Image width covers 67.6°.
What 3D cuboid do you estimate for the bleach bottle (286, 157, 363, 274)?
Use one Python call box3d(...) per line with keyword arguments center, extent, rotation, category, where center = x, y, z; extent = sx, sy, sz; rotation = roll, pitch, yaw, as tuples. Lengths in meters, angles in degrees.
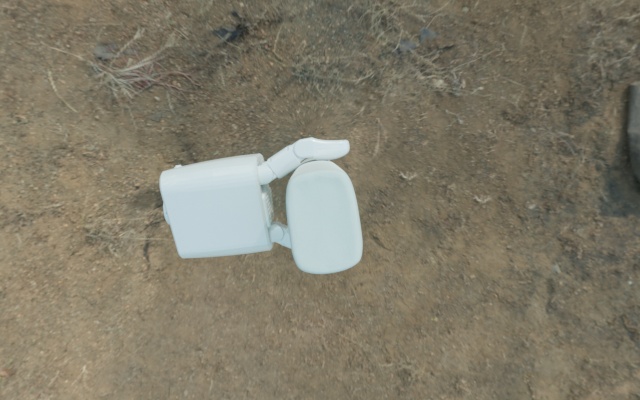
box3d(center=(0.000, 0.002, 0.561), extent=(0.068, 0.102, 0.251), rotation=(-8, 8, 0), category="bleach bottle")
